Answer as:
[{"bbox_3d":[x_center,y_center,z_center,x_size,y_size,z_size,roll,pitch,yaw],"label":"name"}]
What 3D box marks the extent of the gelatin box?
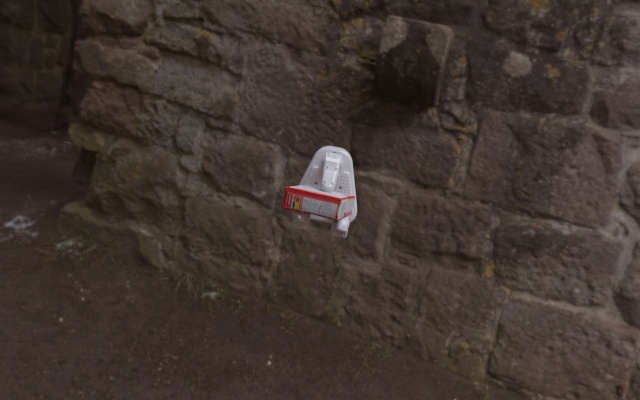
[{"bbox_3d":[0.000,0.002,0.621,0.073,0.030,0.089,13,6,14],"label":"gelatin box"}]
